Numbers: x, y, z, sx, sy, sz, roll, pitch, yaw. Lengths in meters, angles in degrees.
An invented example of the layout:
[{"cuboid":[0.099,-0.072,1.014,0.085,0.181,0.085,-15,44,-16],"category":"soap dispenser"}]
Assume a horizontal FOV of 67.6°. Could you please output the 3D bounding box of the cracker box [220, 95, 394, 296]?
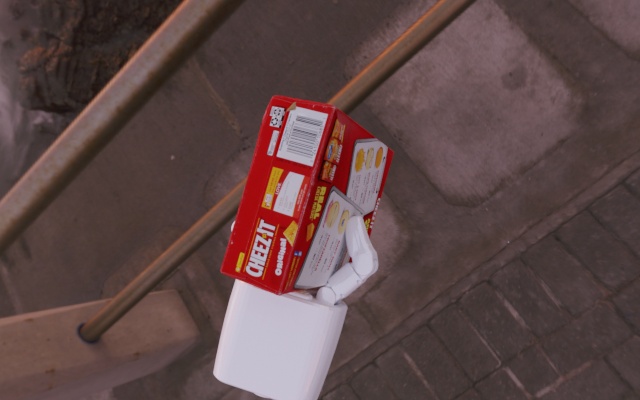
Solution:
[{"cuboid":[0.000,0.002,0.495,0.072,0.164,0.214,17,2,22],"category":"cracker box"}]
